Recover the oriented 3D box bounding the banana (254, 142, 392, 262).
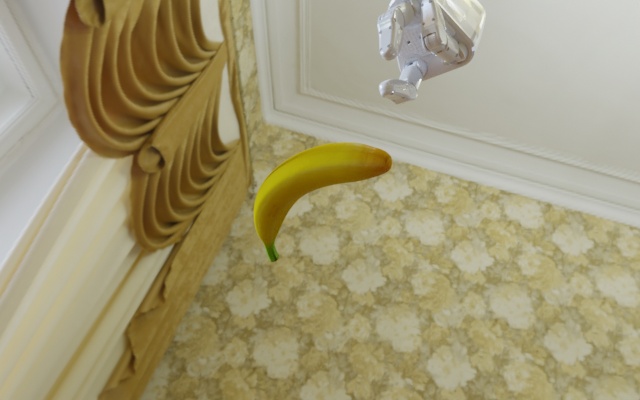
[{"bbox_3d":[-0.015,-0.010,0.453,0.198,0.069,0.037,-41,8,44],"label":"banana"}]
